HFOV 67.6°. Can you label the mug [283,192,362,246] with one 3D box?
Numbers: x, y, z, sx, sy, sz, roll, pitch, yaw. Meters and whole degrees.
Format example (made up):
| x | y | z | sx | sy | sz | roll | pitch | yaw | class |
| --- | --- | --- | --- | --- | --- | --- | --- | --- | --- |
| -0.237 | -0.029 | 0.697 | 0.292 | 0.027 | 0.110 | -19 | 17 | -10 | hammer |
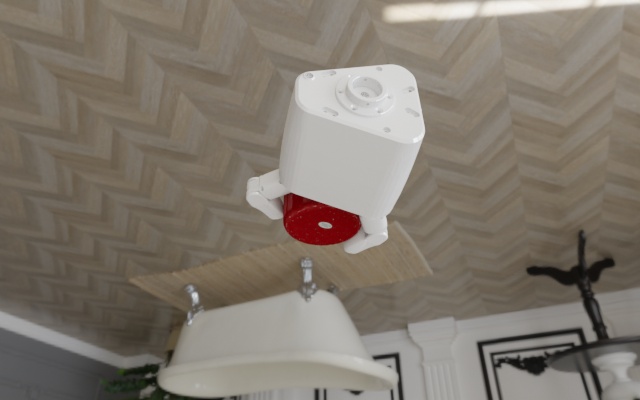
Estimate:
| x | y | z | sx | sy | sz | roll | pitch | yaw | class |
| --- | --- | --- | --- | --- | --- | --- | --- | --- | --- |
| 0.000 | 0.003 | 0.520 | 0.093 | 0.081 | 0.117 | 4 | -36 | -7 | mug |
